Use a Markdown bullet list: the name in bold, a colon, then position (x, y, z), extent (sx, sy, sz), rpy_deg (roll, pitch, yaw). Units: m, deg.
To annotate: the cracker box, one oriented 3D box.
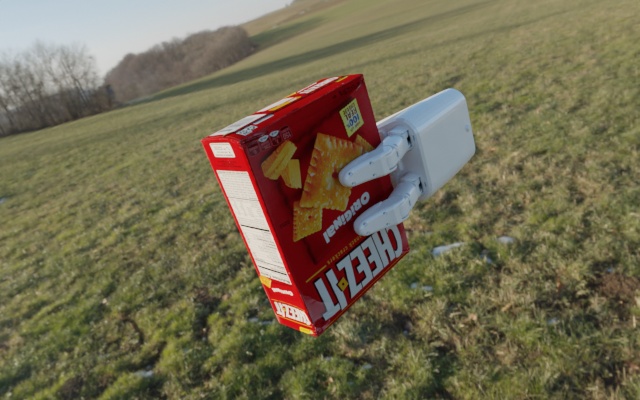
- **cracker box**: position (0.000, 0.001, 0.488), extent (0.164, 0.214, 0.072), rpy_deg (-35, 27, -34)
